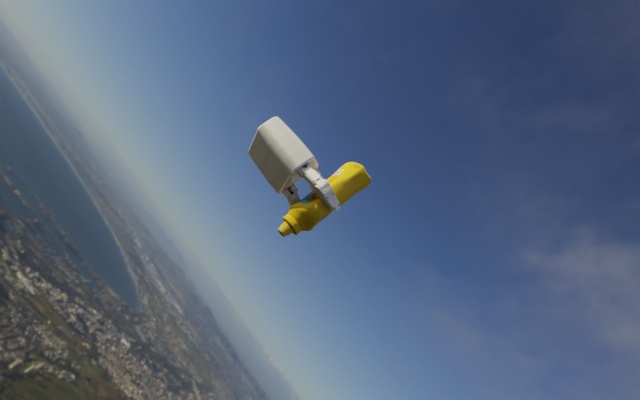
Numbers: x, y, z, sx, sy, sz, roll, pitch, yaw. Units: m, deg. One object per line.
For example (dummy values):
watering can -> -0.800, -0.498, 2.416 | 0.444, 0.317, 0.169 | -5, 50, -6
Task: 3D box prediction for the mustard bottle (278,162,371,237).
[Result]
mustard bottle -> 0.001, 0.003, 0.893 | 0.191, 0.058, 0.096 | -37, 14, -16
